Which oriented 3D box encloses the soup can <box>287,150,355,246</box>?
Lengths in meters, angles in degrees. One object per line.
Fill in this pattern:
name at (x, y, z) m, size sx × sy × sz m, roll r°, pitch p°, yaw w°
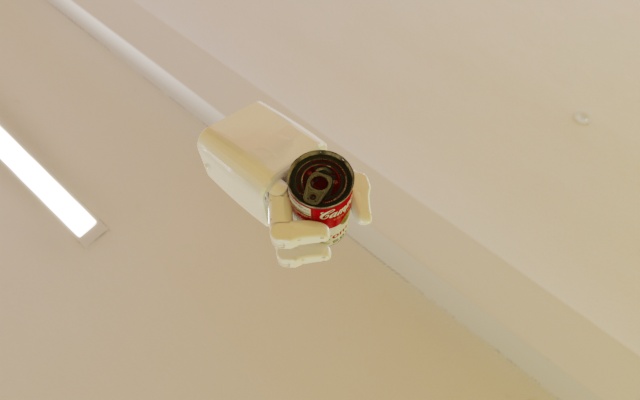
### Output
soup can at (0.001, 0.002, 0.518) m, size 0.068 × 0.068 × 0.102 m, roll 0°, pitch -29°, yaw 0°
